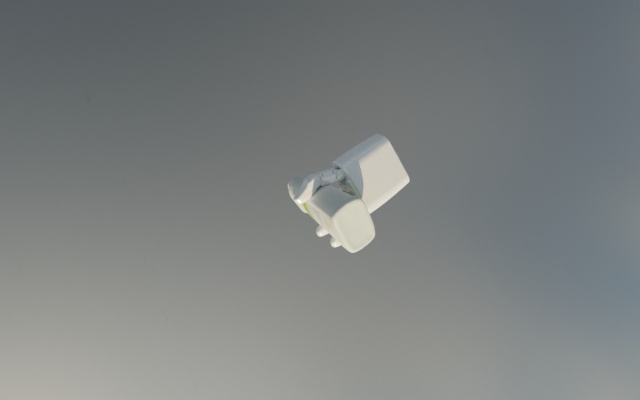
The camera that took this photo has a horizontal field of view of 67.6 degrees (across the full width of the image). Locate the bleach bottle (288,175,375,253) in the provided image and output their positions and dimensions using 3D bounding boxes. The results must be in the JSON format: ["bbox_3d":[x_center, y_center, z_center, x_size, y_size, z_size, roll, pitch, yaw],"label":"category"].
[{"bbox_3d":[0.000,0.003,0.895,0.068,0.103,0.250,-35,33,-14],"label":"bleach bottle"}]
